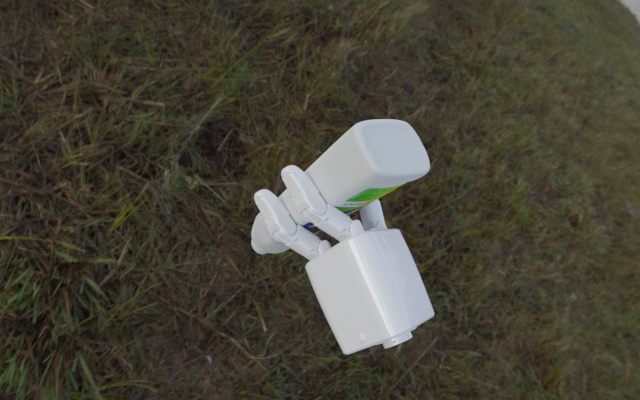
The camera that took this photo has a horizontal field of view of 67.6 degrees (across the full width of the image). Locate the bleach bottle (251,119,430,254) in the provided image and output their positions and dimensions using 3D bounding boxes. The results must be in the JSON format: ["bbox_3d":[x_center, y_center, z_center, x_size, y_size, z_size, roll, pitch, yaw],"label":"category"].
[{"bbox_3d":[0.000,0.002,0.553,0.102,0.068,0.251,-9,-20,-43],"label":"bleach bottle"}]
